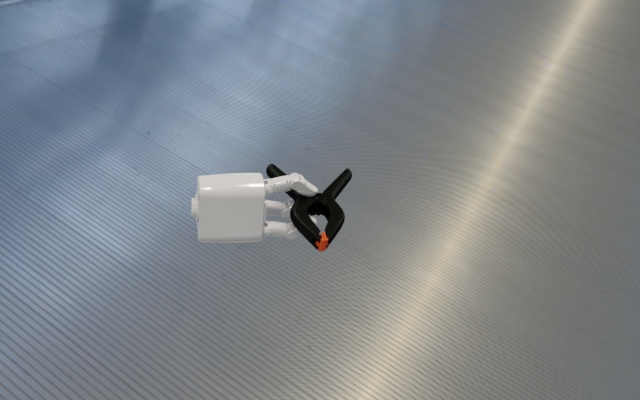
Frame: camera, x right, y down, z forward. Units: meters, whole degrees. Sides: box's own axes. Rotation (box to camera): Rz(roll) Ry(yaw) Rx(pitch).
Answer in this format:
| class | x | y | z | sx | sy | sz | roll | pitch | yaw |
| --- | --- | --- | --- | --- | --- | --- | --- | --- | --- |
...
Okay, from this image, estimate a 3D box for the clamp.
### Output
| class | x | y | z | sx | sy | sz | roll | pitch | yaw |
| --- | --- | --- | --- | --- | --- | --- | --- | --- | --- |
| clamp | 0.000 | 0.003 | 0.847 | 0.164 | 0.036 | 0.209 | -3 | 43 | -17 |
